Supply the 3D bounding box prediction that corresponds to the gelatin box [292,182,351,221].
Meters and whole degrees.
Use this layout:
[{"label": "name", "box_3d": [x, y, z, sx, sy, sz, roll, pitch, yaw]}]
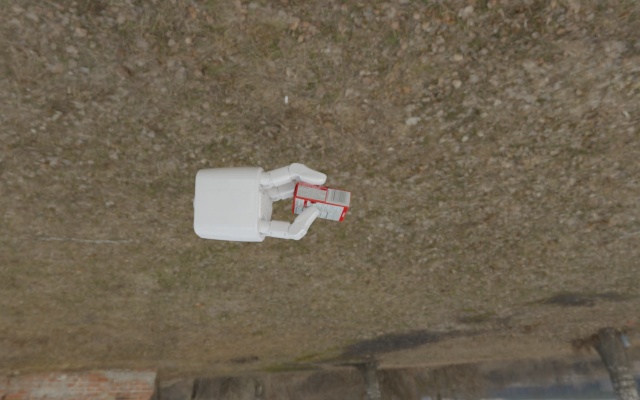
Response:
[{"label": "gelatin box", "box_3d": [0.000, 0.003, 0.768, 0.089, 0.030, 0.073, 11, -21, -1]}]
